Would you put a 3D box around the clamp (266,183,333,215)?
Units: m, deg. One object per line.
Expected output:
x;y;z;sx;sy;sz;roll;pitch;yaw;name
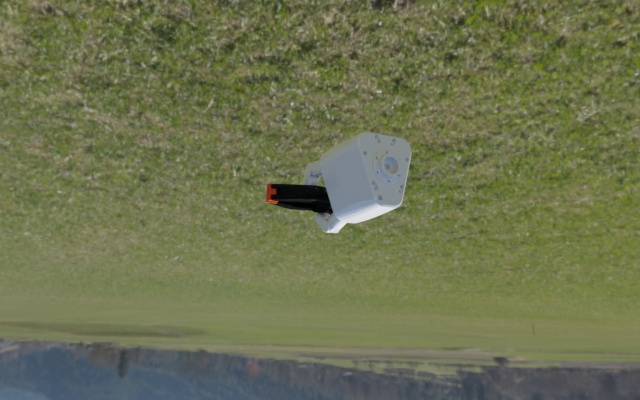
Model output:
0.000;0.003;0.798;0.210;0.036;0.164;6;-14;-28;clamp
